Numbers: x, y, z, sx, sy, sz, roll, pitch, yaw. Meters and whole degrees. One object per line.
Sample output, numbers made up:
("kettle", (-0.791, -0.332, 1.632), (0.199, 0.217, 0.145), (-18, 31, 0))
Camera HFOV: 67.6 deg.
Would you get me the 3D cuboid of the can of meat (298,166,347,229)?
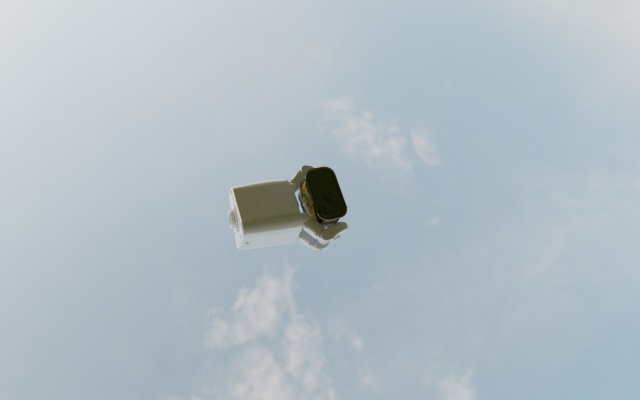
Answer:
("can of meat", (0.000, 0.003, 0.873), (0.057, 0.102, 0.084), (-12, -20, -21))
